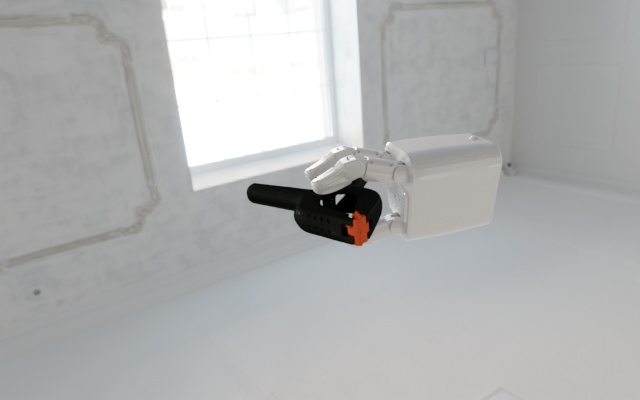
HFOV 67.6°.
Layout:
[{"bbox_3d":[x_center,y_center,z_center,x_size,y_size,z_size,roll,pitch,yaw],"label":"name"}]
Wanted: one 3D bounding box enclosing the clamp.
[{"bbox_3d":[0.001,0.003,0.535,0.164,0.036,0.210,-11,19,-6],"label":"clamp"}]
